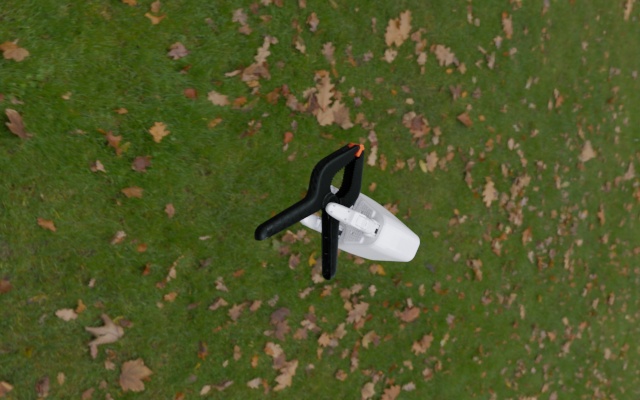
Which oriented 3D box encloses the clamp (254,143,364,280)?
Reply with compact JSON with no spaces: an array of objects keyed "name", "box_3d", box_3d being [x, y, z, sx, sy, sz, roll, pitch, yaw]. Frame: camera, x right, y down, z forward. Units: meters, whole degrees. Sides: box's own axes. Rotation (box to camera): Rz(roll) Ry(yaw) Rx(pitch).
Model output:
[{"name":"clamp","box_3d":[0.001,0.002,0.709,0.164,0.210,0.036,27,-5,-40]}]
